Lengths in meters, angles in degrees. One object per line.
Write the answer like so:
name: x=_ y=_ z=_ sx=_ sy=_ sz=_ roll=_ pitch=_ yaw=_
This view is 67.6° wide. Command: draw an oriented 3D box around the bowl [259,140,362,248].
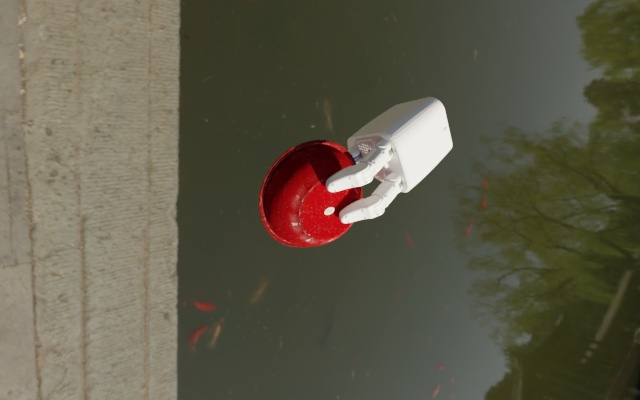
bowl: x=-0.001 y=0.003 z=0.652 sx=0.162 sy=0.162 sz=0.055 roll=0 pitch=22 yaw=-31
